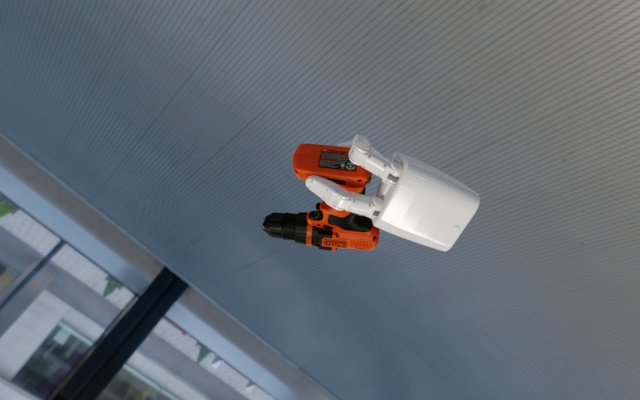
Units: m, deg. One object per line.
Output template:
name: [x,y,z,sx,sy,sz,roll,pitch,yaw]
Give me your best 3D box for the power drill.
power drill: [0.000,0.002,0.697,0.184,0.057,0.188,5,-38,4]
